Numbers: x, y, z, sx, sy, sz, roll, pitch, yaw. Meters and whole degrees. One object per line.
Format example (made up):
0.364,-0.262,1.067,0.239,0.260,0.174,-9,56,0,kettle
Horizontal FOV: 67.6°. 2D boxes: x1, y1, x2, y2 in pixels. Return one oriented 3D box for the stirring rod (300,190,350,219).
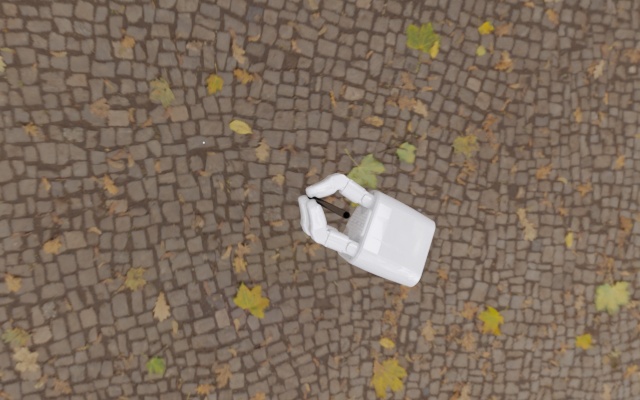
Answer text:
0.000,0.002,0.635,0.011,0.011,0.239,0,7,-14,stirring rod
